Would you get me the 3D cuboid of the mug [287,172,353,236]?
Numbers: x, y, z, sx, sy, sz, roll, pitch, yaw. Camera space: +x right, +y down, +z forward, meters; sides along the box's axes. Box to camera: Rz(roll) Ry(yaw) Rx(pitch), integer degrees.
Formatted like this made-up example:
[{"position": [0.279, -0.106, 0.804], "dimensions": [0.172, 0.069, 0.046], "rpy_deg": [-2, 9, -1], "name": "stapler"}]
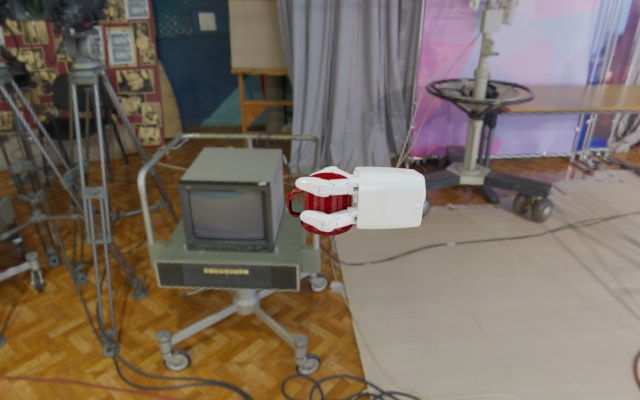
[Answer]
[{"position": [-0.001, 0.002, 0.823], "dimensions": [0.117, 0.081, 0.093], "rpy_deg": [0, 27, -1], "name": "mug"}]
